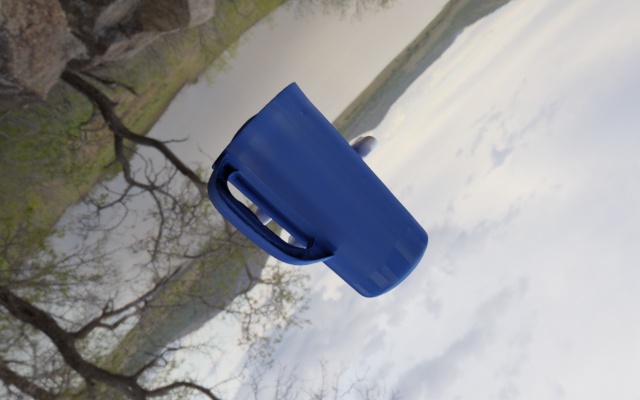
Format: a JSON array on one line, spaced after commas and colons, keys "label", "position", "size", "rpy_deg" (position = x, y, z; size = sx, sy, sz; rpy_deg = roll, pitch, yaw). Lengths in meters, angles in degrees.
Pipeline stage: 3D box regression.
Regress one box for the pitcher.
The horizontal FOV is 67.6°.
[{"label": "pitcher", "position": [0.000, 0.002, 0.541], "size": [0.243, 0.149, 0.145], "rpy_deg": [45, 5, -7]}]
